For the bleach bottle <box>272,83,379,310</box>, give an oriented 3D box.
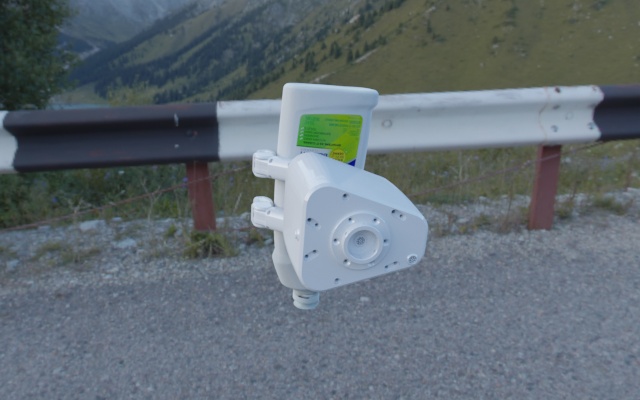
[{"bbox_3d":[0.000,0.002,0.530,0.102,0.251,0.068,1,16,-10],"label":"bleach bottle"}]
